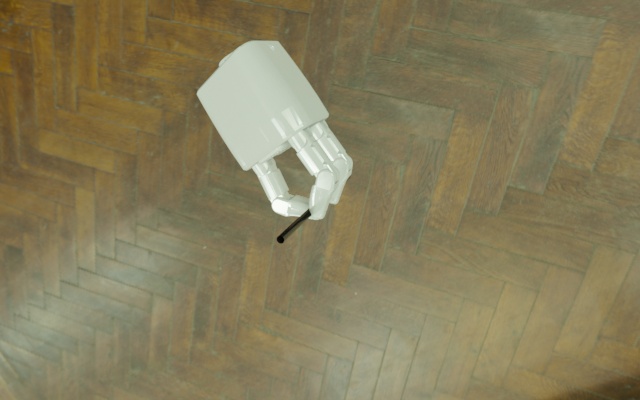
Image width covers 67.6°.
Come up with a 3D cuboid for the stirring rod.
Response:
[{"bbox_3d":[0.000,0.002,0.563,0.011,0.011,0.239,0,17,19],"label":"stirring rod"}]
